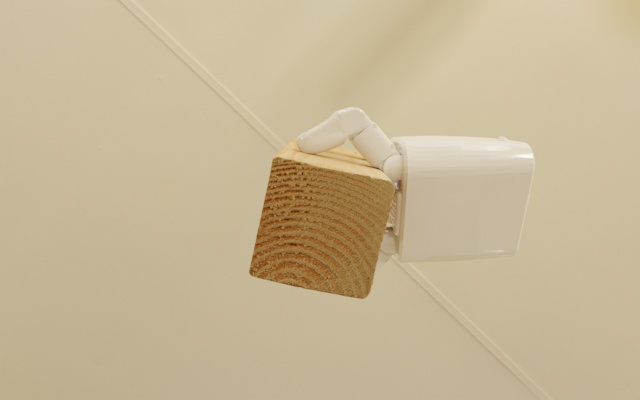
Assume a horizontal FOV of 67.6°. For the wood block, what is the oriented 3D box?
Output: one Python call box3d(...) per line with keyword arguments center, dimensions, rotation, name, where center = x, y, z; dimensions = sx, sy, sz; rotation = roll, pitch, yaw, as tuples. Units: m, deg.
box3d(center=(0.000, 0.002, 0.434), dimensions=(0.090, 0.091, 0.206), rotation=(12, 10, -2), name="wood block")
